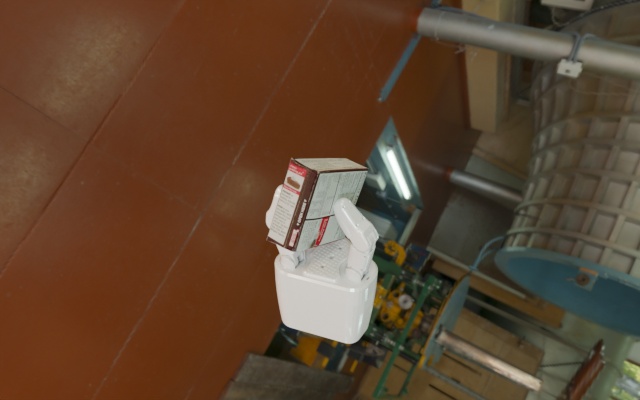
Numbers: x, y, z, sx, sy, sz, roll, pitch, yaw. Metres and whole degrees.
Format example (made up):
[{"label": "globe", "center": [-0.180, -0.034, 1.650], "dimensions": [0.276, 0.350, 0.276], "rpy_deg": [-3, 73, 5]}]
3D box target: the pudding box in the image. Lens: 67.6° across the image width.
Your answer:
[{"label": "pudding box", "center": [0.000, 0.002, 0.507], "dimensions": [0.039, 0.090, 0.113], "rpy_deg": [25, 16, 26]}]
